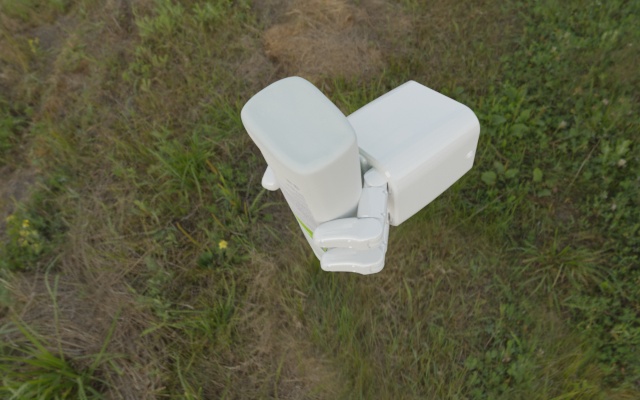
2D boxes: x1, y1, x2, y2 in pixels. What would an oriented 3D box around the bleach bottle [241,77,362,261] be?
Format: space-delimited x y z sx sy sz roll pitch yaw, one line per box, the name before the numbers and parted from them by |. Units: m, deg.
bleach bottle | 0.000 0.002 0.477 0.068 0.102 0.251 -35 -29 -11
